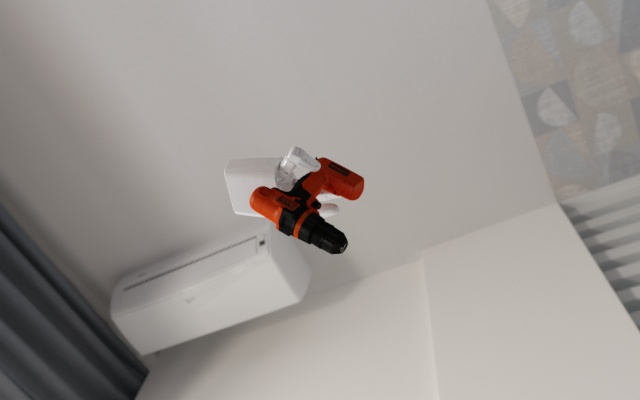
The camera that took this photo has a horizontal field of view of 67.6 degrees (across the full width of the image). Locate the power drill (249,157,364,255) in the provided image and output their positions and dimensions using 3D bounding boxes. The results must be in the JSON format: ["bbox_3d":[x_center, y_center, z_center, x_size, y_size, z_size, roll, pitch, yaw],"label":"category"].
[{"bbox_3d":[0.000,0.002,0.821,0.184,0.057,0.187,30,39,19],"label":"power drill"}]
